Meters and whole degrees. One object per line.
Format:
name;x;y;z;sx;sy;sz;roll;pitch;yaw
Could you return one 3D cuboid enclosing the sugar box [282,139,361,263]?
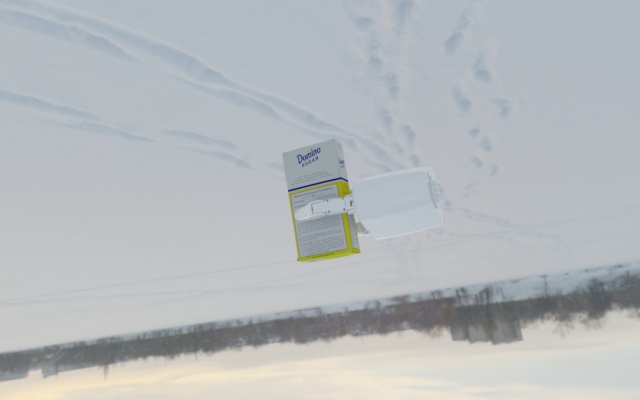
sugar box;0.000;0.003;0.740;0.093;0.176;0.048;-12;-13;20
